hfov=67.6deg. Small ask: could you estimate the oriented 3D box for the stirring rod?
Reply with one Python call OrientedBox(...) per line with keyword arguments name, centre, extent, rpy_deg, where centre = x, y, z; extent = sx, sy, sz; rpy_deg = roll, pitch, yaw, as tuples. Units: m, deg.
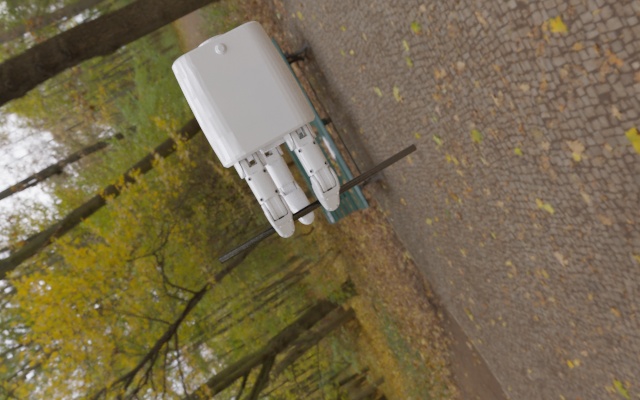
OrientedBox(name="stirring rod", centre=(0.000, 0.002, 0.506), extent=(0.239, 0.011, 0.011), rpy_deg=(-30, 5, -8))
